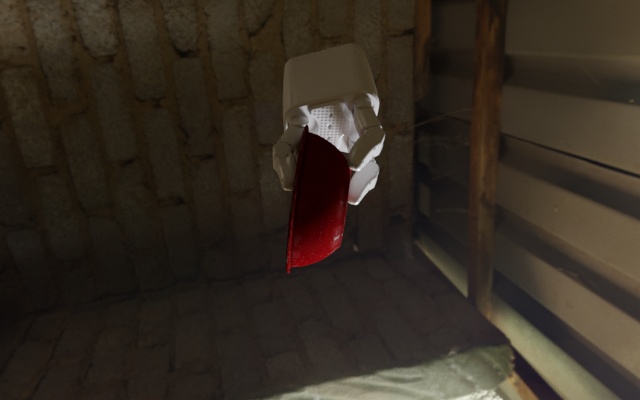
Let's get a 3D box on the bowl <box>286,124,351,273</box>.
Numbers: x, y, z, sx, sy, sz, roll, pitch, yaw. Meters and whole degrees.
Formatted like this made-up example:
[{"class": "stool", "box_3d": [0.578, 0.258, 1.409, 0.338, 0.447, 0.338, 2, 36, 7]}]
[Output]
[{"class": "bowl", "box_3d": [0.000, 0.003, 0.519, 0.055, 0.162, 0.162, 8, 0, 0]}]
